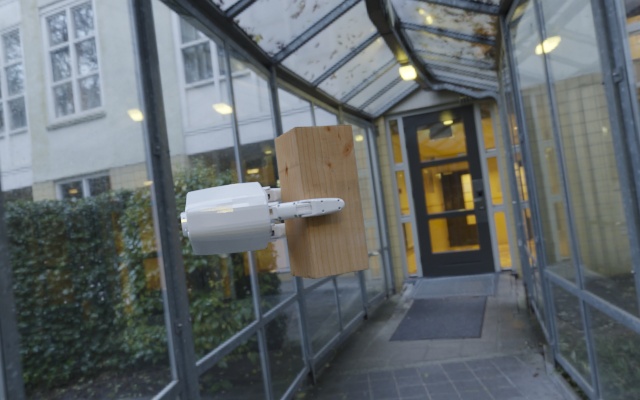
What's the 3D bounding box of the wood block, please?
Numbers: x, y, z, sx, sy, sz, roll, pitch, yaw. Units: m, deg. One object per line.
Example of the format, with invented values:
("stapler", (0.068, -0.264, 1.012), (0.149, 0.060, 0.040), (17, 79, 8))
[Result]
("wood block", (0.000, 0.002, 0.693), (0.090, 0.206, 0.091), (-6, -2, -25))
